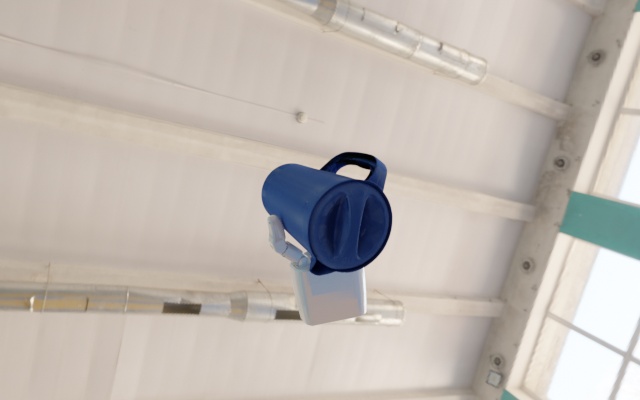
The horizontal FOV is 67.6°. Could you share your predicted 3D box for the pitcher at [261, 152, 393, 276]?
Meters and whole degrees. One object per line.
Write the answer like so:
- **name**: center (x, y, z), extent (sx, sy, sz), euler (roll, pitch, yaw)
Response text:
- **pitcher**: center (0.000, 0.003, 0.751), extent (0.149, 0.145, 0.242), euler (-17, 20, -22)
